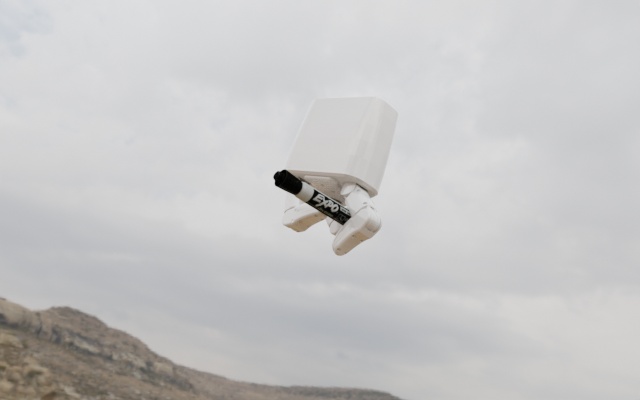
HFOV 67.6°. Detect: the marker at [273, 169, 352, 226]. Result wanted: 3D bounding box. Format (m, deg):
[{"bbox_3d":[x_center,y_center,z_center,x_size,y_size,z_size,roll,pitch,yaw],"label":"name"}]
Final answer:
[{"bbox_3d":[0.000,0.002,0.484,0.121,0.020,0.020,32,-20,-35],"label":"marker"}]
